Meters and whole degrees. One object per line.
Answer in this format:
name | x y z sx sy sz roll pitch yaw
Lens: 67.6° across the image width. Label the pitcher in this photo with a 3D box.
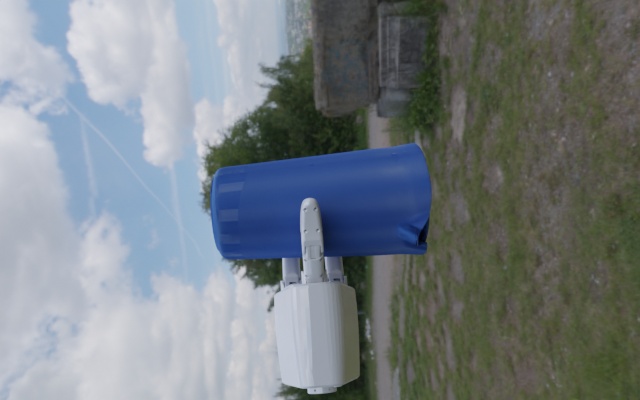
pitcher | 0.000 0.002 0.572 0.243 0.145 0.149 -4 -13 -3
